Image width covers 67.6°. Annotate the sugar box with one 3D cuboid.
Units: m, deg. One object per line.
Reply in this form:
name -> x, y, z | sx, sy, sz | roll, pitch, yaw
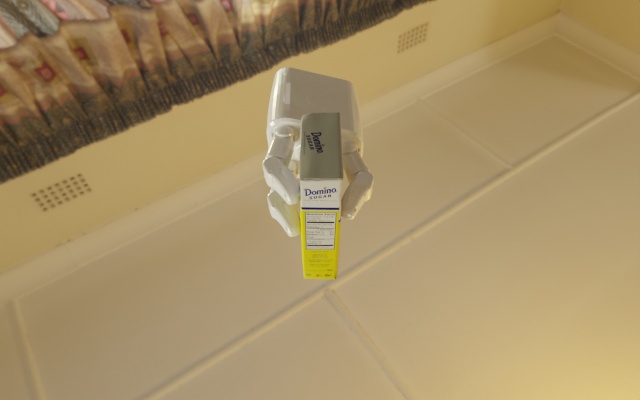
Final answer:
sugar box -> 0.000, 0.002, 0.514 | 0.048, 0.093, 0.176 | -2, -40, 2
